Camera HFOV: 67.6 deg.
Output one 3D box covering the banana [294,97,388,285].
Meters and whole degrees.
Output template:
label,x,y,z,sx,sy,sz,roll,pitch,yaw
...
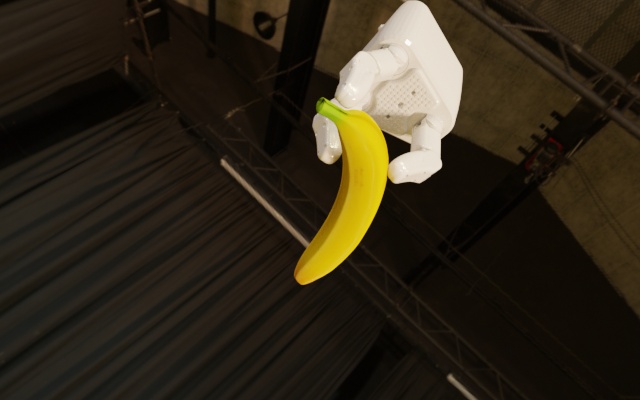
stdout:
label,x,y,z,sx,sy,sz,roll,pitch,yaw
banana,0.019,-0.001,0.413,0.069,0.198,0.037,2,38,-8
